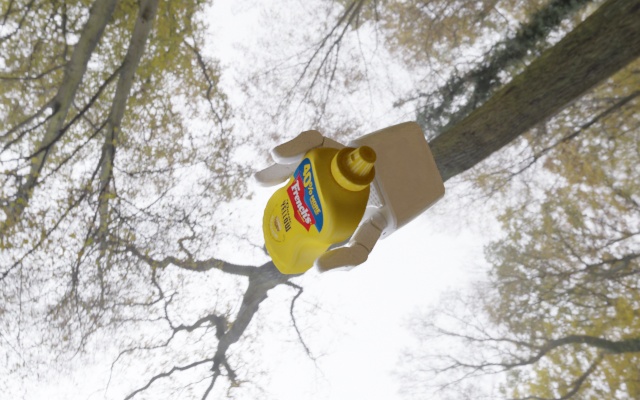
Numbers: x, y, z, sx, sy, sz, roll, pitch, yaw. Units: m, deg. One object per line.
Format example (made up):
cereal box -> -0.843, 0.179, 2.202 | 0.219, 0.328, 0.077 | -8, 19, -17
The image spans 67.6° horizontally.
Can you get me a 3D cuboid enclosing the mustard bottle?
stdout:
mustard bottle -> 0.000, 0.002, 0.488 | 0.058, 0.096, 0.192 | 1, -27, -29
